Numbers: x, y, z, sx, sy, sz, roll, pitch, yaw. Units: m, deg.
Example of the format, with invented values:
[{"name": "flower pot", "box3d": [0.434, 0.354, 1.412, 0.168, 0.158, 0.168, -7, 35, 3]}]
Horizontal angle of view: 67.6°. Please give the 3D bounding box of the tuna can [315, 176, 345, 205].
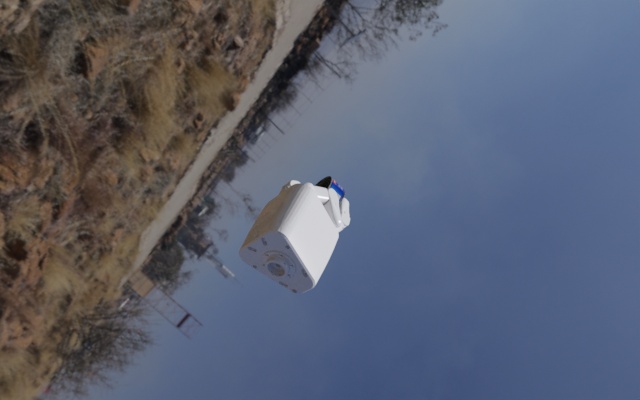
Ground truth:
[{"name": "tuna can", "box3d": [0.001, 0.003, 0.792, 0.034, 0.086, 0.086, 41, -13, -15]}]
